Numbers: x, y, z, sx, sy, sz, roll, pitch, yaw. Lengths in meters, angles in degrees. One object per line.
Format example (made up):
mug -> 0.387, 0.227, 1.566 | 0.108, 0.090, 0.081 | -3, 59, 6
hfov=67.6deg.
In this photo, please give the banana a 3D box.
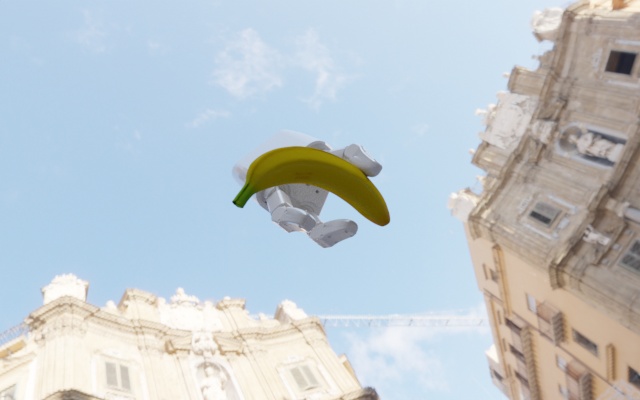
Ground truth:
banana -> 0.002, -0.017, 0.496 | 0.198, 0.069, 0.037 | 9, 8, -34
